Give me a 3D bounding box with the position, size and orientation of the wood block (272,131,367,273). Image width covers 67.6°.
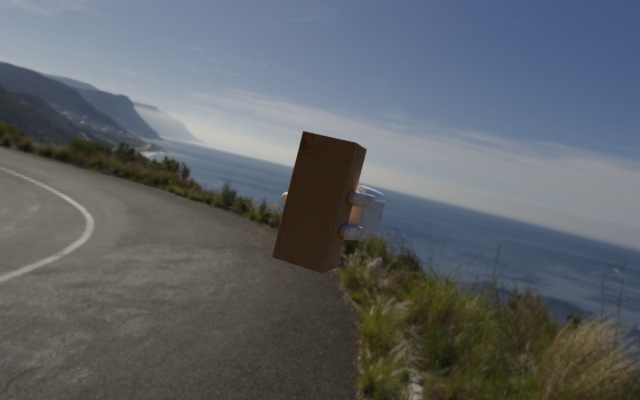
[{"bbox_3d":[0.000,0.002,0.778,0.091,0.206,0.090,15,3,17],"label":"wood block"}]
